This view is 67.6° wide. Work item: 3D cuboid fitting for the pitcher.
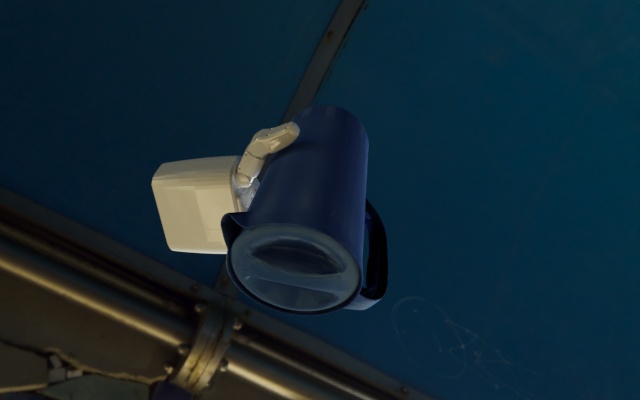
[{"bbox_3d":[0.000,0.002,0.541,0.145,0.149,0.242,-3,40,15],"label":"pitcher"}]
